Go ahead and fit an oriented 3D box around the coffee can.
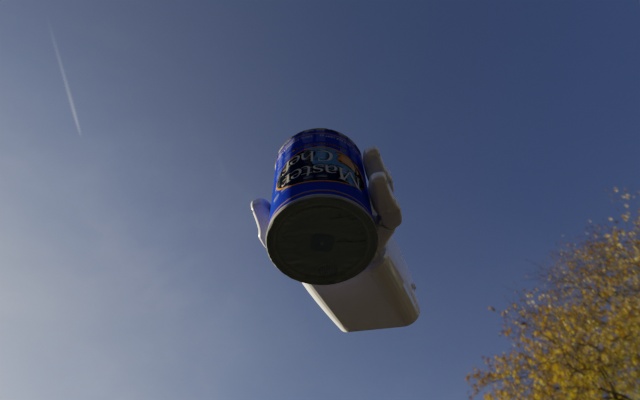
[{"bbox_3d":[0.000,0.002,0.491,0.103,0.103,0.140,0,34,-1],"label":"coffee can"}]
